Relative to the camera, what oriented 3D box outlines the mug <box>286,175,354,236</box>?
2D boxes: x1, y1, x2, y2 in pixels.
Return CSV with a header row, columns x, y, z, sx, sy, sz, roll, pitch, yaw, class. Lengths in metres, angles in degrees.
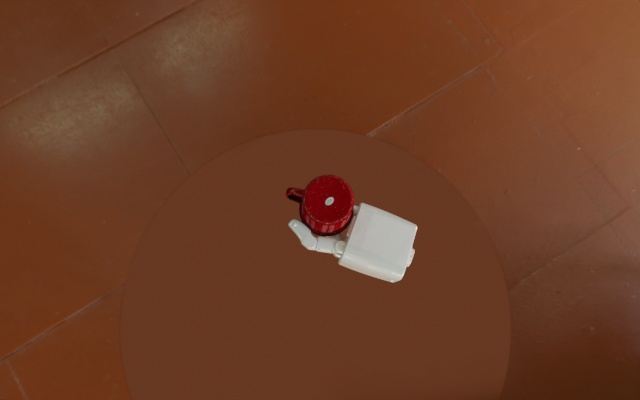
x,y,z,sx,sy,sz,roll,pitch,yaw,class
-0.001,0.002,0.774,0.117,0.093,0.081,20,-12,3,mug
